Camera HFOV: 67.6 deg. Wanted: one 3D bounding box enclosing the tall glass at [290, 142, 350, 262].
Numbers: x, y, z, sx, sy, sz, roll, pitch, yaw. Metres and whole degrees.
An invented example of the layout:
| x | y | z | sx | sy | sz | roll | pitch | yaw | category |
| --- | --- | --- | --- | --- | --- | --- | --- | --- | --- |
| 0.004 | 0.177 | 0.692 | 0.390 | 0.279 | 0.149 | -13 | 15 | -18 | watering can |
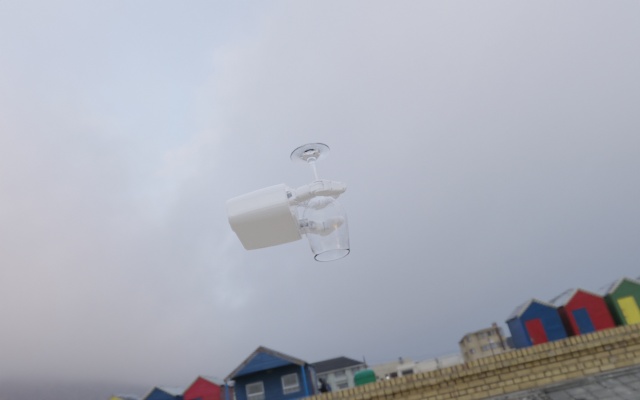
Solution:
| x | y | z | sx | sy | sz | roll | pitch | yaw | category |
| --- | --- | --- | --- | --- | --- | --- | --- | --- | --- |
| 0.000 | 0.002 | 0.838 | 0.079 | 0.201 | 0.079 | -11 | -24 | -5 | tall glass |
